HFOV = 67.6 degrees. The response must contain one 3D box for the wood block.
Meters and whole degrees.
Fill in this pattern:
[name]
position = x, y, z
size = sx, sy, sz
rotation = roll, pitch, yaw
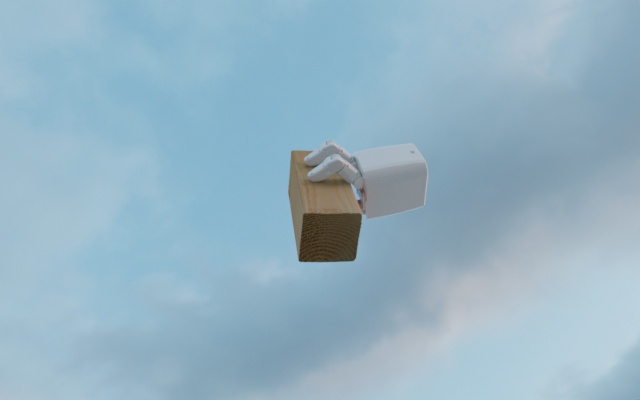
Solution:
[wood block]
position = 0.000, 0.003, 0.787
size = 0.090, 0.091, 0.206
rotation = 0, 31, -9
